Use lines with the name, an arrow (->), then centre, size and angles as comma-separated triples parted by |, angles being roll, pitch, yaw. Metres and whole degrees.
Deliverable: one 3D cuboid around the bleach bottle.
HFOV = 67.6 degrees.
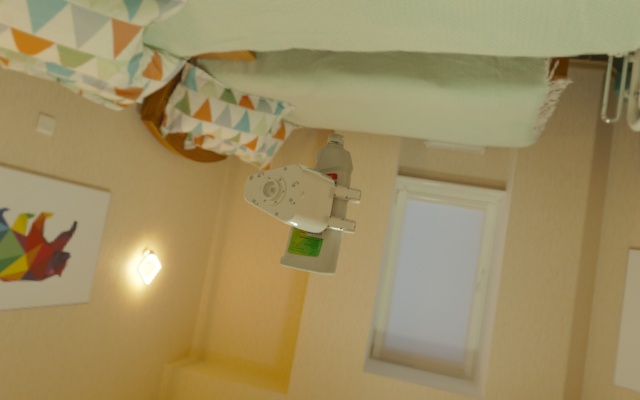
bleach bottle -> 0.000, 0.003, 0.865 | 0.102, 0.251, 0.068 | 7, -7, 29
